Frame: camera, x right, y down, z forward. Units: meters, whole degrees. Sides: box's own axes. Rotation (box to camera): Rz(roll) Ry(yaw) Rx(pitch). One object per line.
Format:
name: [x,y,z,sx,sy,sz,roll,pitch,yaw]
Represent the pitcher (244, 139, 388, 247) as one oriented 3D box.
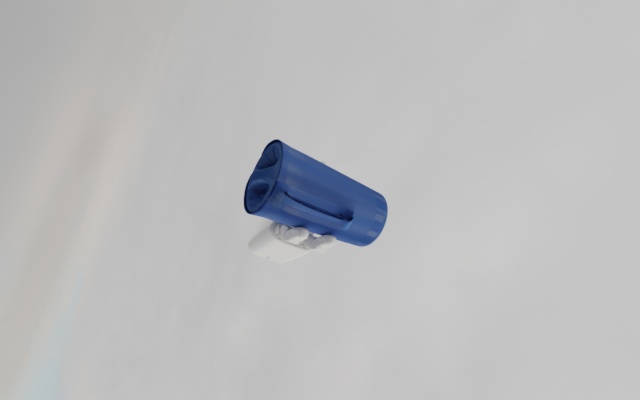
pitcher: [0.000,0.003,0.835,0.243,0.149,0.145,22,-31,-27]
